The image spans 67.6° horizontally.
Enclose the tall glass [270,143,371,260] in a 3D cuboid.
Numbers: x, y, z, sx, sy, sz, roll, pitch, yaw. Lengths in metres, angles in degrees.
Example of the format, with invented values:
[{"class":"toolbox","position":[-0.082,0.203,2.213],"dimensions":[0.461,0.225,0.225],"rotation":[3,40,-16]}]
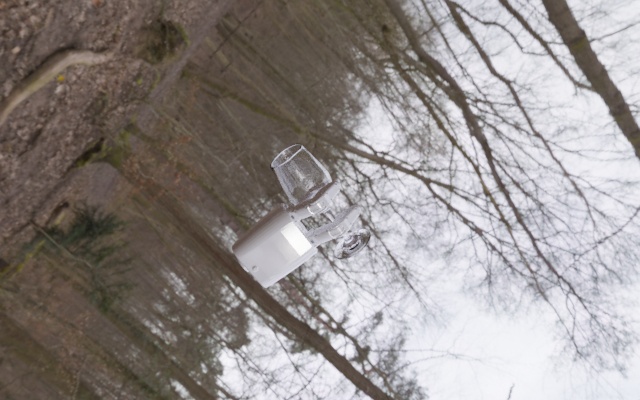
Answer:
[{"class":"tall glass","position":[0.001,0.003,0.791],"dimensions":[0.079,0.201,0.079],"rotation":[-31,23,14]}]
